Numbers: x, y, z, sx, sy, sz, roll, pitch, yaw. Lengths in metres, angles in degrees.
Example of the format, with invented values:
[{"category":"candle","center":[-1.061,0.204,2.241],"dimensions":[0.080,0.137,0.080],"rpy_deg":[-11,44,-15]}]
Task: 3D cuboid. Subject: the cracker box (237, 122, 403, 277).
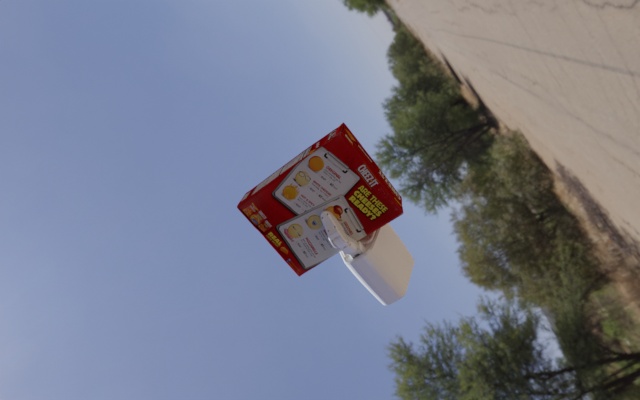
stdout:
[{"category":"cracker box","center":[0.000,0.003,0.778],"dimensions":[0.214,0.164,0.072],"rpy_deg":[-34,17,19]}]
